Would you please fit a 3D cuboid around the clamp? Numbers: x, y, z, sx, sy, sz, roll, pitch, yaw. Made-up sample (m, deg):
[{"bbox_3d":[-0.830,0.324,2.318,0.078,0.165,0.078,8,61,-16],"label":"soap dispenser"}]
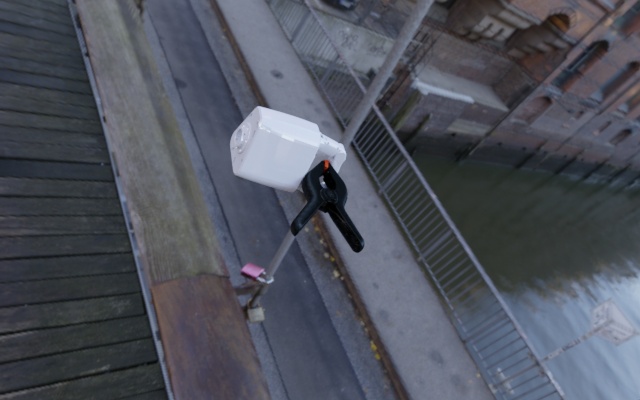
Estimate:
[{"bbox_3d":[0.001,0.002,0.749,0.120,0.171,0.039,15,-47,-32],"label":"clamp"}]
